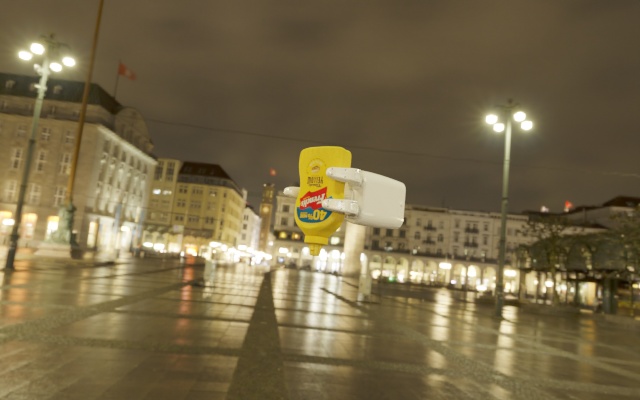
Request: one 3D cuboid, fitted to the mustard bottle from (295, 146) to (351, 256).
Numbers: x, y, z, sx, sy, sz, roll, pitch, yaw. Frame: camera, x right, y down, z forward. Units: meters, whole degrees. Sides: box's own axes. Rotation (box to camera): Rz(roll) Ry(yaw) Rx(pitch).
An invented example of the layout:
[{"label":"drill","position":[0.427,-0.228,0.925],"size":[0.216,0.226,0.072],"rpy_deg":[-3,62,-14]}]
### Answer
[{"label":"mustard bottle","position":[0.000,0.002,0.851],"size":[0.096,0.191,0.058],"rpy_deg":[1,-9,32]}]
